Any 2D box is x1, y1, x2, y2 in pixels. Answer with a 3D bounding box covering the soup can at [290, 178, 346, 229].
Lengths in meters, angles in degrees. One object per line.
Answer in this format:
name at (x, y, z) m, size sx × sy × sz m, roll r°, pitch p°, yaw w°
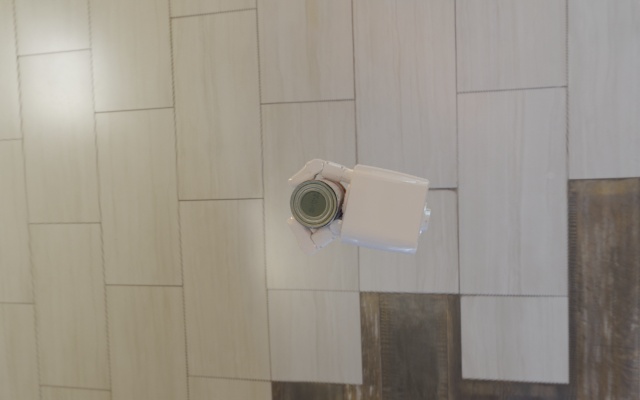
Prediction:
soup can at (0.000, 0.002, 0.688) m, size 0.068 × 0.068 × 0.102 m, roll 0°, pitch 3°, yaw 11°
